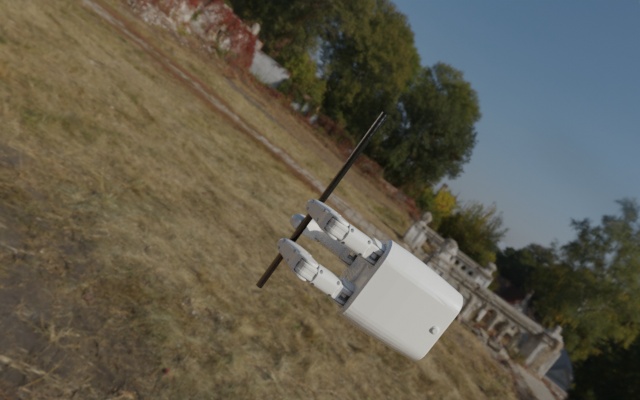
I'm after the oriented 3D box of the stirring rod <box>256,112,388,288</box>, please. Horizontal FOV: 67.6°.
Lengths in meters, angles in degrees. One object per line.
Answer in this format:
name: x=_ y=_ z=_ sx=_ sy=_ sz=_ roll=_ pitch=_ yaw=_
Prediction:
stirring rod: x=0.000 y=0.002 z=0.535 sx=0.011 sy=0.239 sz=0.011 roll=36 pitch=6 yaw=-4
